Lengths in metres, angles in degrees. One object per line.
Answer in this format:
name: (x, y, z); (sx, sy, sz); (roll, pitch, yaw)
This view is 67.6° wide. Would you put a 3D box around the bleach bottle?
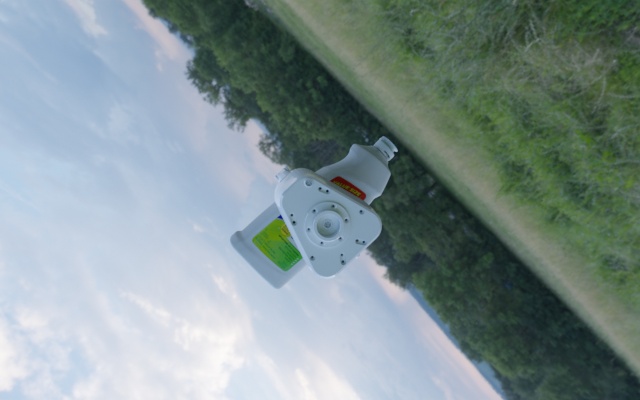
bleach bottle: (0.000, 0.002, 0.657); (0.251, 0.102, 0.068); (-44, 8, 0)
